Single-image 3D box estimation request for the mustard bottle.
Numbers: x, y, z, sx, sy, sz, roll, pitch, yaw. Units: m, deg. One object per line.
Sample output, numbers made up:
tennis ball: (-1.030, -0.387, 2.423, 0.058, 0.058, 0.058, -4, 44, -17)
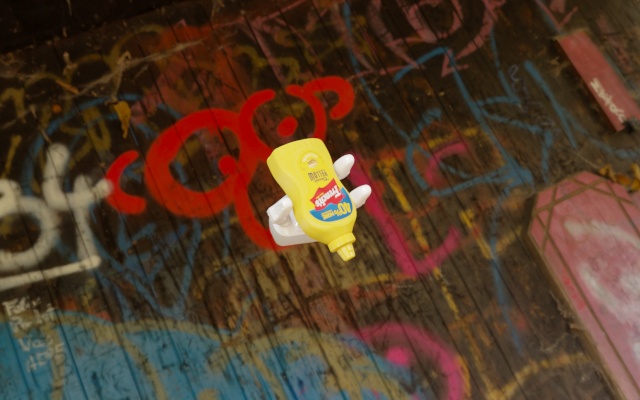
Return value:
mustard bottle: (0.000, 0.002, 0.719, 0.096, 0.191, 0.058, -18, -15, -37)
